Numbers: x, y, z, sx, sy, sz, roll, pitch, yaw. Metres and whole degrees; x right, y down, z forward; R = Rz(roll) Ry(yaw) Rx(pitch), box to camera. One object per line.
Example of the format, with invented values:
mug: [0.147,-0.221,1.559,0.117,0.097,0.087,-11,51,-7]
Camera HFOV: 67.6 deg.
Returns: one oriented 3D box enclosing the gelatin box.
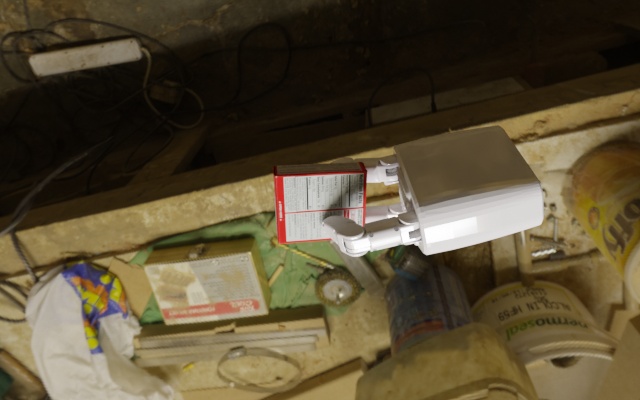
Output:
gelatin box: [0.000,0.002,0.467,0.089,0.073,0.030,-4,26,-7]
